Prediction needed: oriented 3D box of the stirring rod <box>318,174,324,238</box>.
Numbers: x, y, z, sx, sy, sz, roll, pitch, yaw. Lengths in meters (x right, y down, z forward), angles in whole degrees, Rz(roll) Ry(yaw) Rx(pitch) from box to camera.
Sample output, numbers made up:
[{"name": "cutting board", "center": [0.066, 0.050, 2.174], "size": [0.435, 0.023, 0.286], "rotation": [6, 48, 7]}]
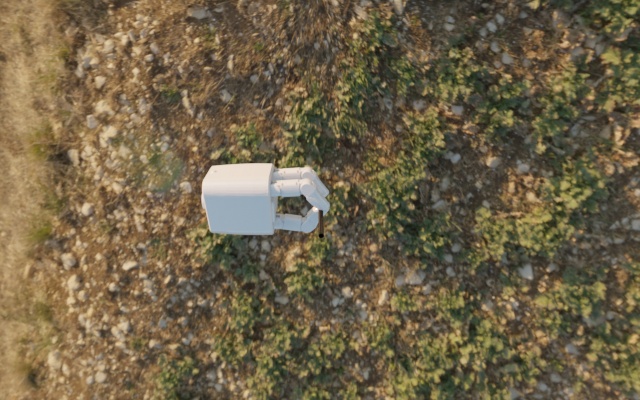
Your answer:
[{"name": "stirring rod", "center": [0.000, 0.003, 0.794], "size": [0.011, 0.011, 0.239], "rotation": [0, 24, -1]}]
